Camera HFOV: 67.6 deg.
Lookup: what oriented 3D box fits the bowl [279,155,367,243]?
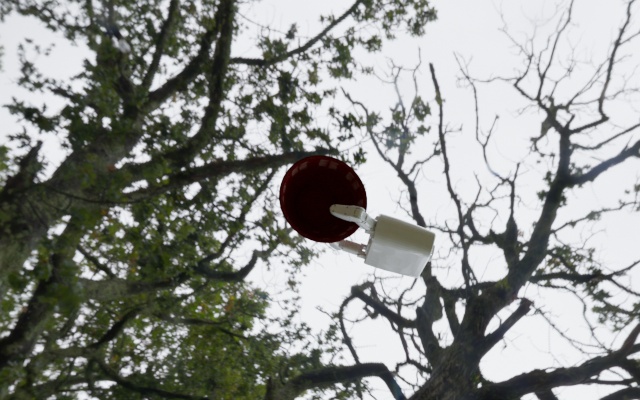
[{"bbox_3d":[-0.001,0.002,0.859,0.162,0.162,0.055,0,-16,-16],"label":"bowl"}]
